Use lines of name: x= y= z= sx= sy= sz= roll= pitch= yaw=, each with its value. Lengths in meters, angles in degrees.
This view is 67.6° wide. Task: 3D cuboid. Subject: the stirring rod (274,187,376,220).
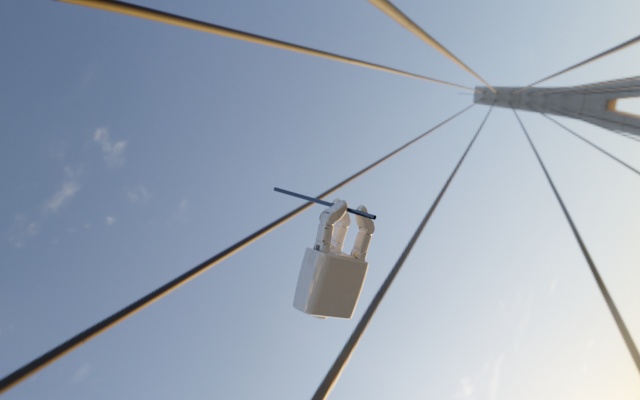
stirring rod: x=0.000 y=0.003 z=0.857 sx=0.239 sy=0.011 sz=0.011 roll=16 pitch=10 yaw=40
